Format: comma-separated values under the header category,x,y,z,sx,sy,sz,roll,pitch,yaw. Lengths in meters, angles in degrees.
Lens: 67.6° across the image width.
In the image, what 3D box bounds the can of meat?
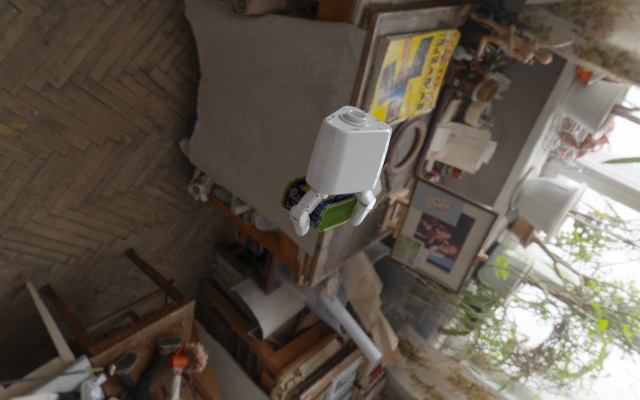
category,x,y,z,sx,sy,sz,roll,pitch,yaw
can of meat,0.000,0.003,0.788,0.084,0.057,0.102,34,32,28
